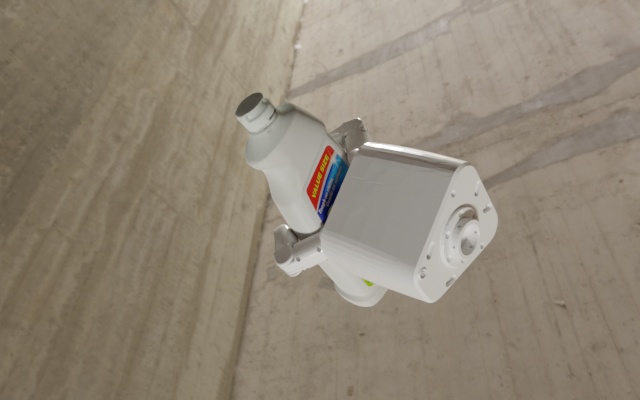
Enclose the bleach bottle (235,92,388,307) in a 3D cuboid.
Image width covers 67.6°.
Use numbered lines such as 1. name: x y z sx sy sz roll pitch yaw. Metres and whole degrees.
1. bleach bottle: 0.000 0.001 0.471 0.068 0.102 0.251 19 -24 48
